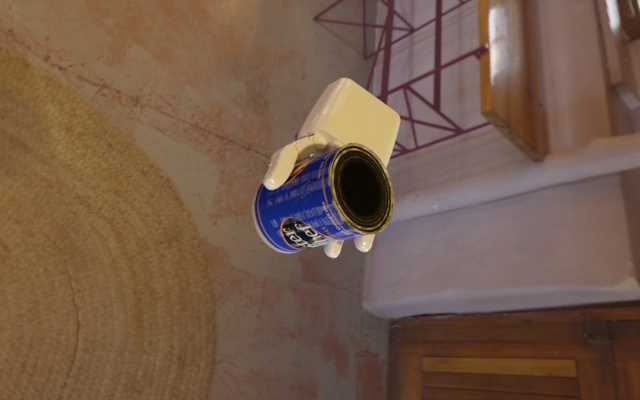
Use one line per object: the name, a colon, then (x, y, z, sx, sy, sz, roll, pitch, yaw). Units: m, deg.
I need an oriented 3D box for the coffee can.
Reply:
coffee can: (0.000, 0.002, 0.564, 0.103, 0.103, 0.140, 0, -13, -44)
